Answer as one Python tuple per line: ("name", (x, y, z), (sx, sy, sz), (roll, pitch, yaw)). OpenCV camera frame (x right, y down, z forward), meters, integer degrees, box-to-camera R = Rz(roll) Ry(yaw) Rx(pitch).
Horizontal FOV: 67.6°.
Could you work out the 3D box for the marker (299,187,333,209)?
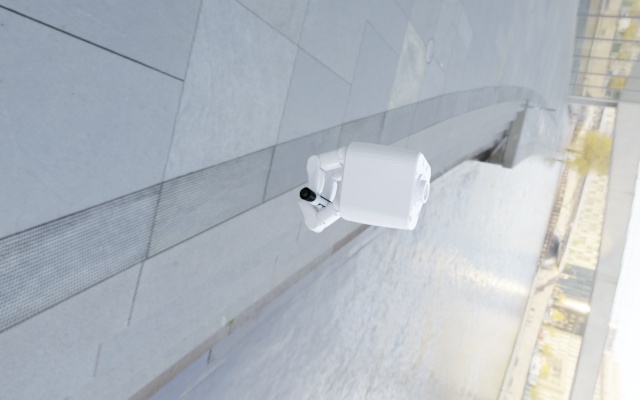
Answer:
("marker", (0.000, 0.002, 0.715), (0.020, 0.020, 0.121), (0, -13, 23))
